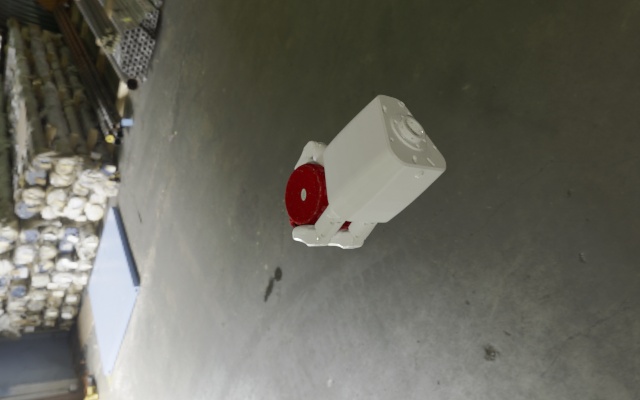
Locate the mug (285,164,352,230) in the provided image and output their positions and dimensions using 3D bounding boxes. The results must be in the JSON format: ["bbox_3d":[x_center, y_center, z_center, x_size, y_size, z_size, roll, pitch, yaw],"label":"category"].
[{"bbox_3d":[-0.001,0.003,0.644,0.081,0.093,0.117,6,-39,-39],"label":"mug"}]
